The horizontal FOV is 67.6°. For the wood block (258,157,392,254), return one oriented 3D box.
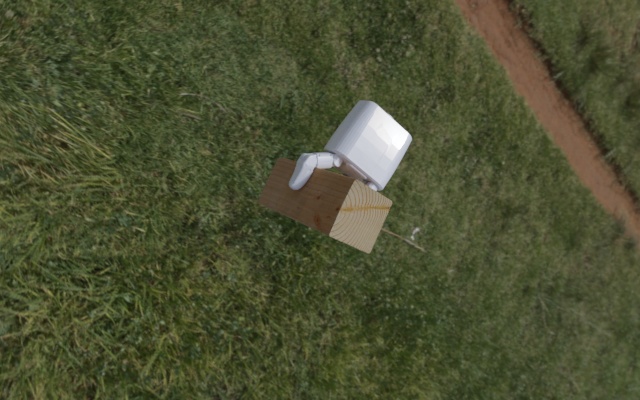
[{"bbox_3d":[0.000,0.002,0.766,0.091,0.090,0.206,28,-5,-38],"label":"wood block"}]
